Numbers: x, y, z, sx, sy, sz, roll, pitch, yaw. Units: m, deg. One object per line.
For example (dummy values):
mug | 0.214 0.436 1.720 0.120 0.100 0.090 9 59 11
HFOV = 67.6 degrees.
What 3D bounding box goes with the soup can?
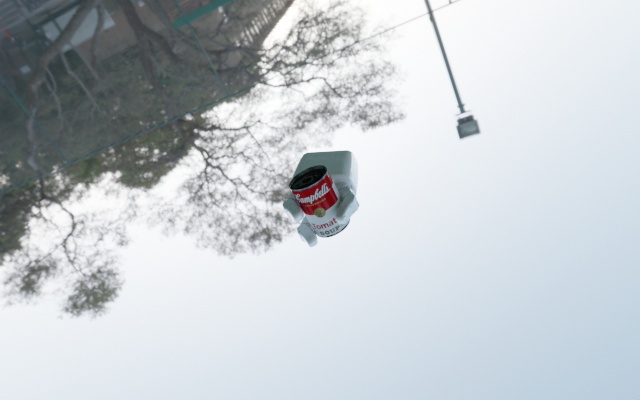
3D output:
soup can | 0.000 0.003 0.789 0.068 0.102 0.068 -21 28 12
